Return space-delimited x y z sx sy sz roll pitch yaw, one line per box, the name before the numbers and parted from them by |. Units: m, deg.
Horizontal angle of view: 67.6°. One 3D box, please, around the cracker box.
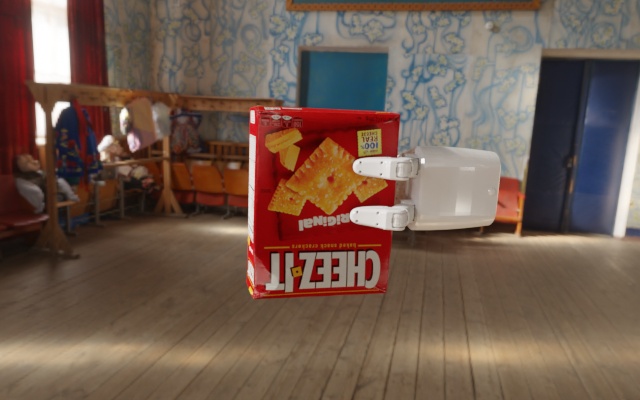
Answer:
cracker box | 0.000 0.002 0.556 0.164 0.214 0.072 0 10 -13
